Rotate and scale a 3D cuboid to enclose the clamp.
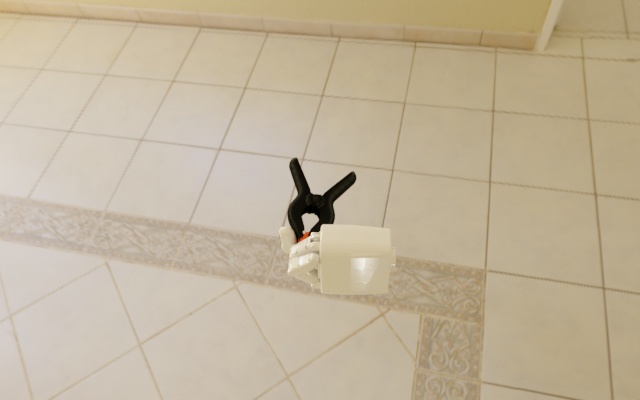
[{"bbox_3d":[0.000,0.002,0.806,0.120,0.171,0.039,3,-31,1],"label":"clamp"}]
